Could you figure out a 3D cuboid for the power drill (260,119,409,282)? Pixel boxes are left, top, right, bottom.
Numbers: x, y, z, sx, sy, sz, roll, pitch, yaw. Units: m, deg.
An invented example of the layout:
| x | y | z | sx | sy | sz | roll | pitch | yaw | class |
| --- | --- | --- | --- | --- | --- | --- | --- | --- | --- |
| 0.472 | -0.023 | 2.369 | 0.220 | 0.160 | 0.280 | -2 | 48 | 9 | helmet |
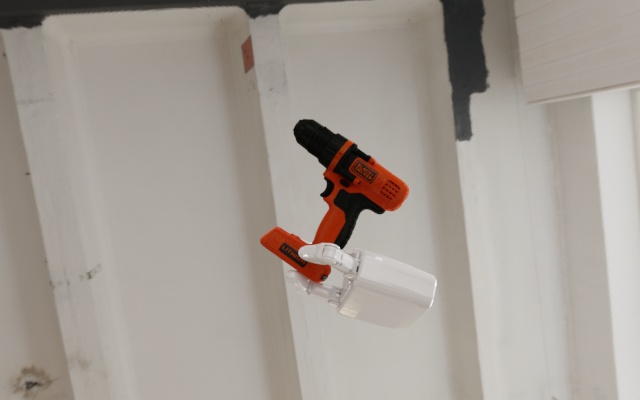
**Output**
| x | y | z | sx | sy | sz | roll | pitch | yaw | class |
| --- | --- | --- | --- | --- | --- | --- | --- | --- | --- |
| 0.000 | 0.003 | 0.657 | 0.184 | 0.187 | 0.057 | 36 | 1 | 8 | power drill |
